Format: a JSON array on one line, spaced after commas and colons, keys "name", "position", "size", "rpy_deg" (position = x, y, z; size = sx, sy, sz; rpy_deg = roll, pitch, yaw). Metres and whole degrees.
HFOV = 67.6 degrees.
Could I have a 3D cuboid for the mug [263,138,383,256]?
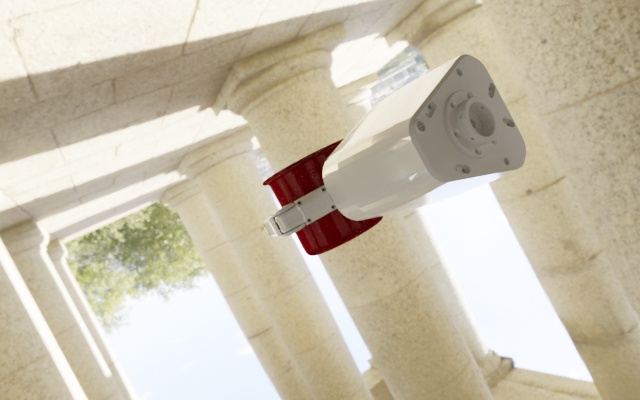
[{"name": "mug", "position": [-0.001, 0.002, 0.455], "size": [0.093, 0.081, 0.117], "rpy_deg": [-28, 1, -32]}]
